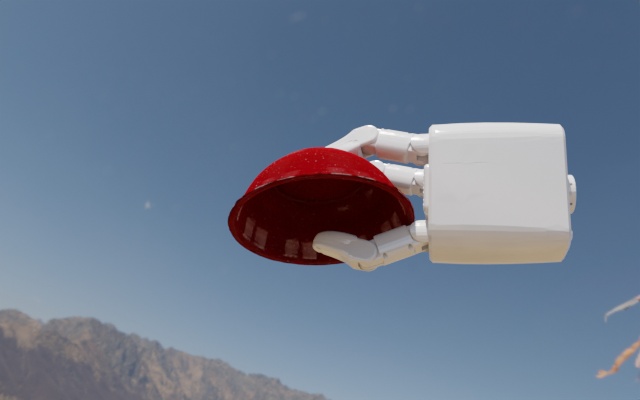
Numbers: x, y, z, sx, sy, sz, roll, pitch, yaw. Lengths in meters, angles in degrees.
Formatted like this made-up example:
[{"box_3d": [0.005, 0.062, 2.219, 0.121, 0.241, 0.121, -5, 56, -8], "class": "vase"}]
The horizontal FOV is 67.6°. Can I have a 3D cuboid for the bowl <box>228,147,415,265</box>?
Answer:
[{"box_3d": [-0.001, 0.001, 0.429, 0.162, 0.055, 0.162, -2, -32, -1], "class": "bowl"}]
